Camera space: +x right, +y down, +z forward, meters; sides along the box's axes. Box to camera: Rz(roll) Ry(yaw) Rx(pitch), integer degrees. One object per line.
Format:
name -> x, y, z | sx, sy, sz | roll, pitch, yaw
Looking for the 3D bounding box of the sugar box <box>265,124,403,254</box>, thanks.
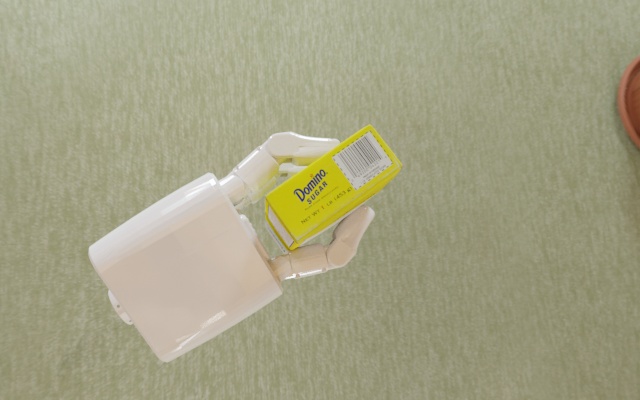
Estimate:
sugar box -> 0.000, 0.001, 0.405 | 0.093, 0.048, 0.176 | -34, -2, -11
